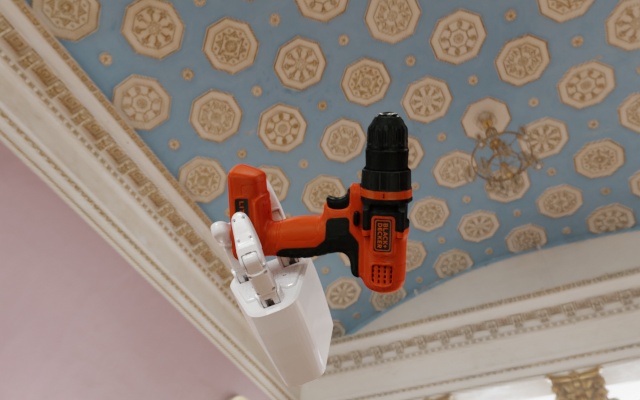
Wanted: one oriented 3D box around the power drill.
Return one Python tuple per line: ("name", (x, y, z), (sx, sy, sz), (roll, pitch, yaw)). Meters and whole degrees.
("power drill", (0.000, 0.002, 0.497), (0.187, 0.184, 0.057), (3, 11, 14))
